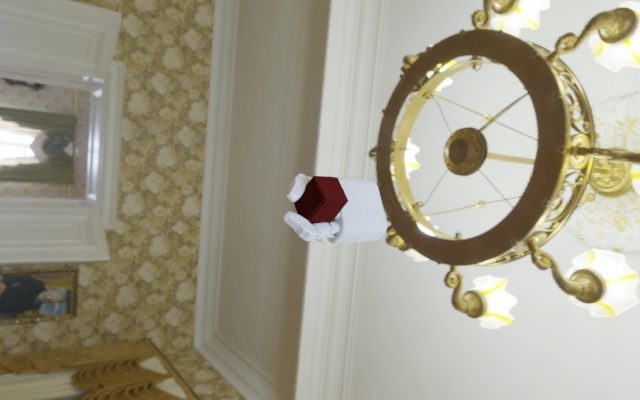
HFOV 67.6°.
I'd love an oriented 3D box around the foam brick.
[{"bbox_3d":[0.000,0.003,0.802,0.051,0.053,0.078,2,-39,-35],"label":"foam brick"}]
